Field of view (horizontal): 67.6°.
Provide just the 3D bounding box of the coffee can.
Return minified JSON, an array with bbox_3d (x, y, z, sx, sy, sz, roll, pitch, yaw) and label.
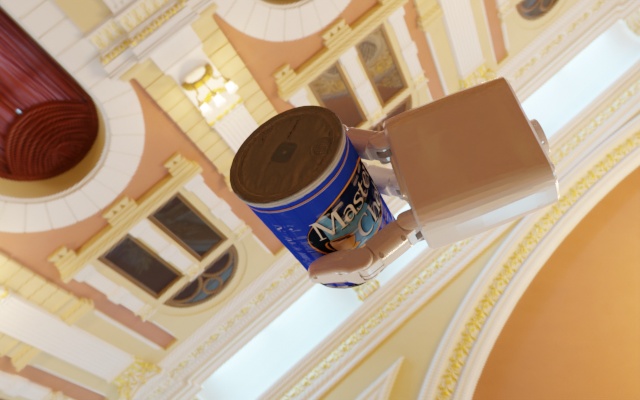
[{"bbox_3d":[0.000,0.001,0.427,0.103,0.102,0.140,0,-36,31],"label":"coffee can"}]
